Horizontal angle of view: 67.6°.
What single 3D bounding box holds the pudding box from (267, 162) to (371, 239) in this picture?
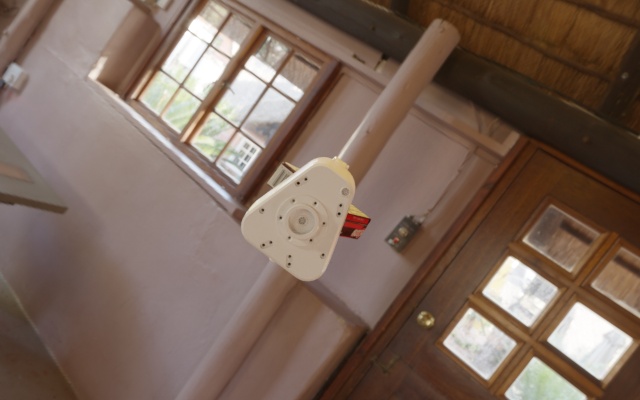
[{"bbox_3d":[0.000,0.002,0.608,0.113,0.039,0.090,41,10,26],"label":"pudding box"}]
